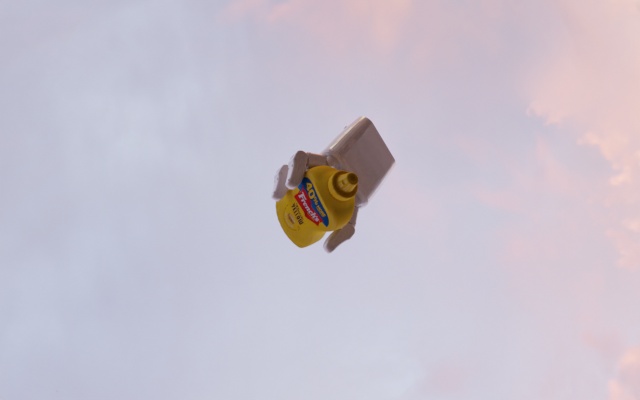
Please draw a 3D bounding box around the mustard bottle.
[{"bbox_3d":[0.000,0.003,0.705,0.058,0.096,0.192,-20,-9,-33],"label":"mustard bottle"}]
